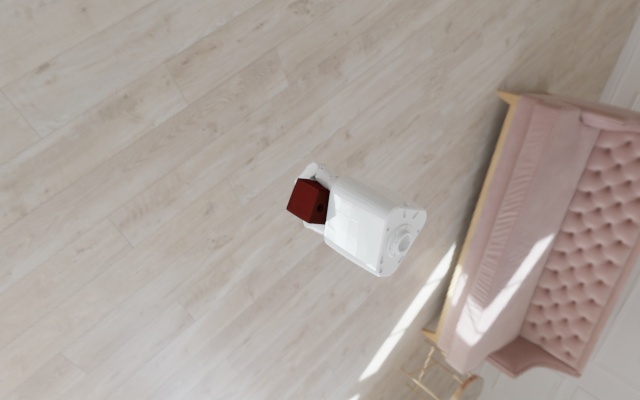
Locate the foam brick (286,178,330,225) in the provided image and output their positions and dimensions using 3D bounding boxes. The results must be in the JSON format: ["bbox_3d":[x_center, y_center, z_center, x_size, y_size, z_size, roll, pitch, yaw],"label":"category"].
[{"bbox_3d":[0.000,0.002,0.706,0.078,0.053,0.051,6,19,-46],"label":"foam brick"}]
